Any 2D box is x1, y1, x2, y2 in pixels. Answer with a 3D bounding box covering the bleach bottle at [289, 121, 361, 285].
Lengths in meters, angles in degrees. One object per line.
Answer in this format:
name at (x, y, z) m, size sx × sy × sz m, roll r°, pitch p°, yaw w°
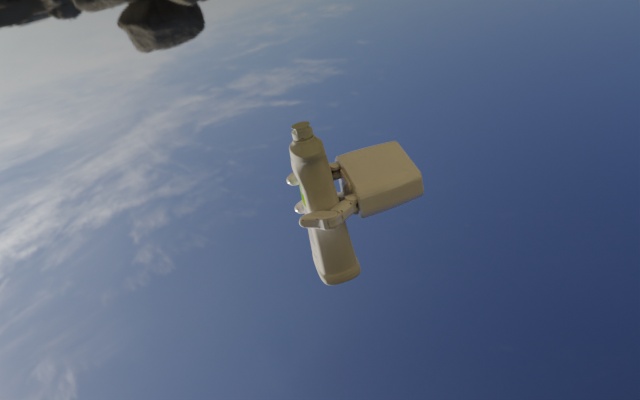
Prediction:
bleach bottle at (0.000, 0.002, 0.739) m, size 0.068 × 0.251 × 0.102 m, roll -18°, pitch 28°, yaw -8°
